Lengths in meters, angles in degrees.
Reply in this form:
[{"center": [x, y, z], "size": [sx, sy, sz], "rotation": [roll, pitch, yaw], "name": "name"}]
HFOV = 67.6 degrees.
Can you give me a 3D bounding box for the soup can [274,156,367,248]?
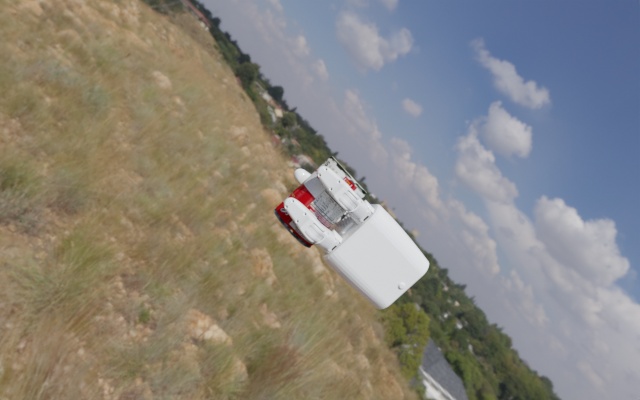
[{"center": [0.000, 0.001, 0.608], "size": [0.102, 0.068, 0.068], "rotation": [-43, -5, 5], "name": "soup can"}]
